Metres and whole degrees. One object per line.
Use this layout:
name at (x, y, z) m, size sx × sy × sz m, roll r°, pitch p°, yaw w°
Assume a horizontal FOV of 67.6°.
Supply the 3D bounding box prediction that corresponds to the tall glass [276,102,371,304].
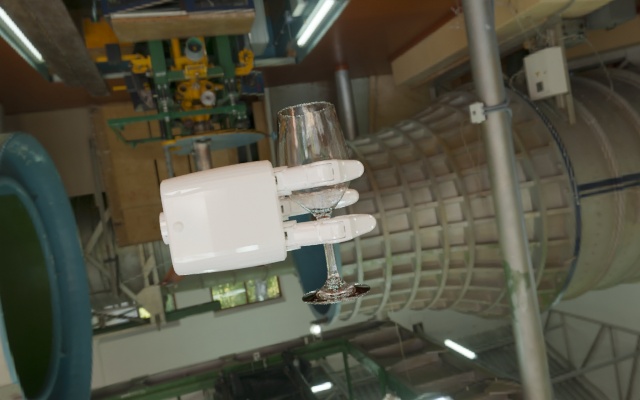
tall glass at (0.000, 0.002, 0.505) m, size 0.079 × 0.201 × 0.079 m, roll -9°, pitch 1°, yaw 0°
